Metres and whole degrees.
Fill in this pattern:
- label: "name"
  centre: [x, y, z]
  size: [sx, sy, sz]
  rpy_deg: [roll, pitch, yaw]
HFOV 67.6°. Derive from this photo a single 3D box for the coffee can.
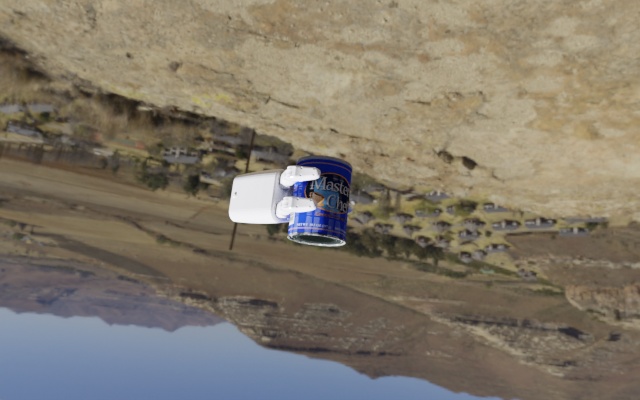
- label: "coffee can"
  centre: [0.000, 0.003, 0.849]
  size: [0.103, 0.140, 0.103]
  rpy_deg: [6, -15, 2]
